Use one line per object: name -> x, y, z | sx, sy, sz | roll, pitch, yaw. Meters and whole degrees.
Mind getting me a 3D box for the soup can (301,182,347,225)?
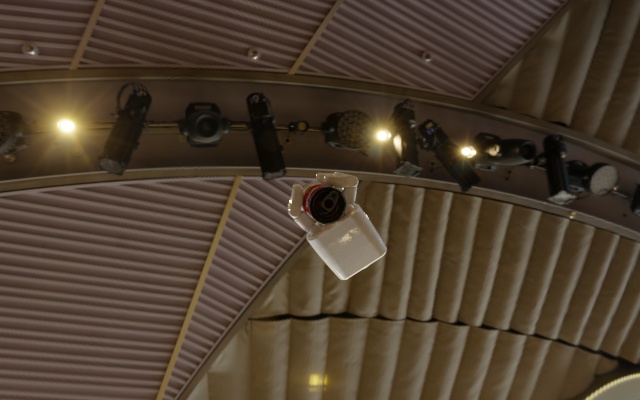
soup can -> 0.000, 0.003, 0.875 | 0.068, 0.068, 0.102 | 0, 7, -15
